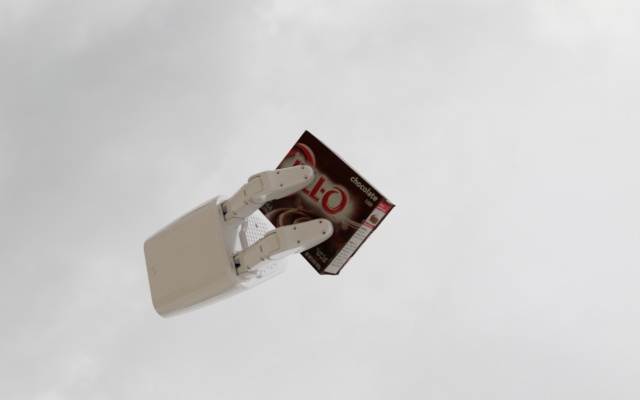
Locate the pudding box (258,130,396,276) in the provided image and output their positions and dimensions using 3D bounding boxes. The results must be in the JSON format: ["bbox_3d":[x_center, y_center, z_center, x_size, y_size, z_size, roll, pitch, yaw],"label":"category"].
[{"bbox_3d":[0.000,0.002,0.450,0.113,0.090,0.039,43,11,28],"label":"pudding box"}]
